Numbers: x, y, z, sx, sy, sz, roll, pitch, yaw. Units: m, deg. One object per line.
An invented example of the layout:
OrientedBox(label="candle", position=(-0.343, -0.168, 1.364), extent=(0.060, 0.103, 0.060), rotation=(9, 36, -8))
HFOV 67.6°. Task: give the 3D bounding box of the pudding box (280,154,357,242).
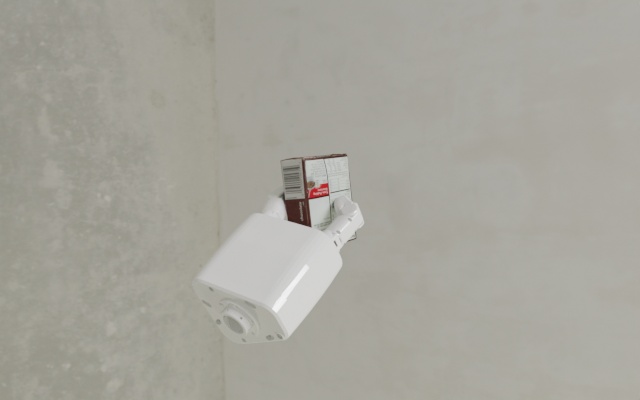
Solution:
OrientedBox(label="pudding box", position=(0.000, 0.002, 0.578), extent=(0.039, 0.113, 0.090), rotation=(-1, 7, 38))
